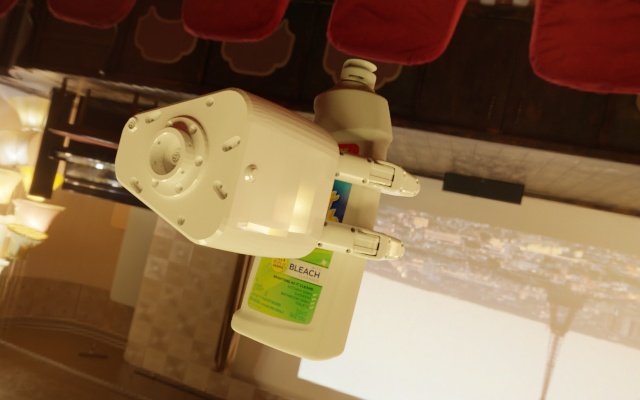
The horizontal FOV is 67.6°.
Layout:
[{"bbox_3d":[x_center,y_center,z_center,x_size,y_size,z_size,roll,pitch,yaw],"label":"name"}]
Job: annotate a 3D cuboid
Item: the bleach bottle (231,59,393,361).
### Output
[{"bbox_3d":[0.000,0.001,0.419,0.102,0.251,0.068,12,-2,29],"label":"bleach bottle"}]
